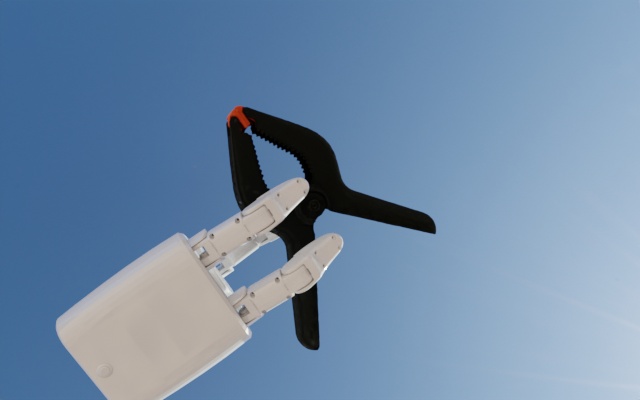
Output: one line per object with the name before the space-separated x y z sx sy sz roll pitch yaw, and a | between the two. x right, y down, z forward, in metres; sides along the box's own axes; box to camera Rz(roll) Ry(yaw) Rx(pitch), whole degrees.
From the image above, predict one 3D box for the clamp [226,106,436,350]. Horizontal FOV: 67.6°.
clamp | -0.001 0.001 0.415 0.164 0.210 0.036 -35 12 -15
